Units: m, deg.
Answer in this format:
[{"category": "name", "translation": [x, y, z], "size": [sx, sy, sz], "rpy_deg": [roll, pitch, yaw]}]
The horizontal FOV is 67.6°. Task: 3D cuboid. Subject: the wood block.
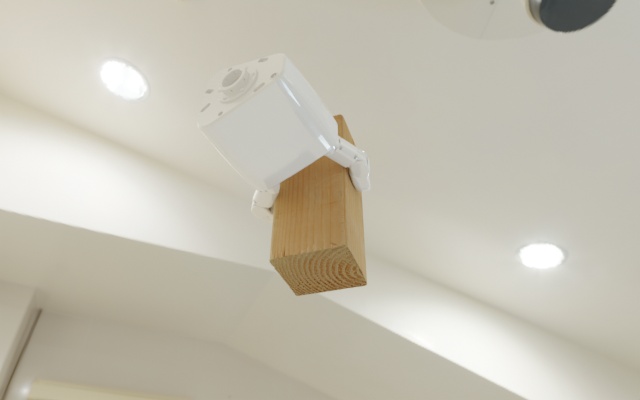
[{"category": "wood block", "translation": [0.000, 0.002, 0.595], "size": [0.091, 0.206, 0.090], "rpy_deg": [-11, -41, 15]}]
